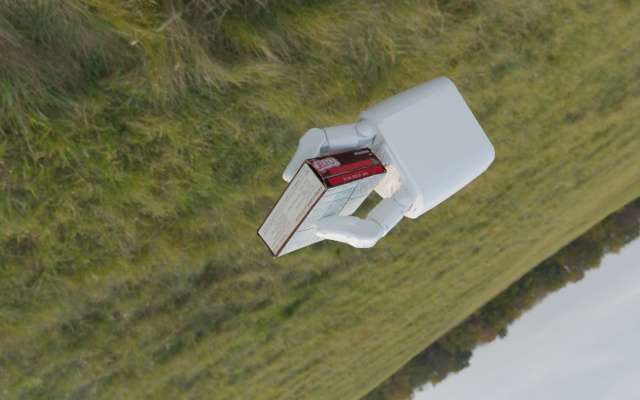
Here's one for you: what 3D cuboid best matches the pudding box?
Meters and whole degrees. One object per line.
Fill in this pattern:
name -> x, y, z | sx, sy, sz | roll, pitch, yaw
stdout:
pudding box -> 0.000, 0.002, 0.464 | 0.090, 0.039, 0.113 | -15, -30, -45
